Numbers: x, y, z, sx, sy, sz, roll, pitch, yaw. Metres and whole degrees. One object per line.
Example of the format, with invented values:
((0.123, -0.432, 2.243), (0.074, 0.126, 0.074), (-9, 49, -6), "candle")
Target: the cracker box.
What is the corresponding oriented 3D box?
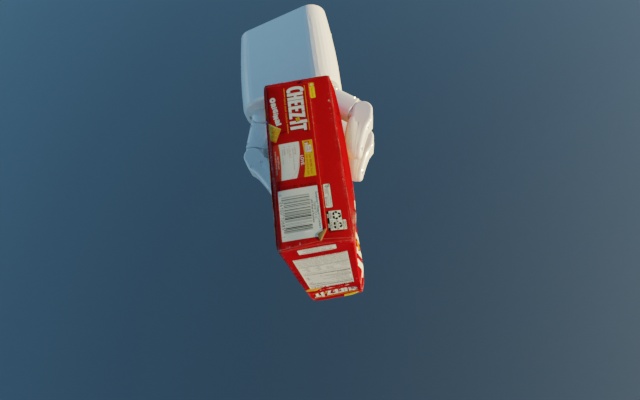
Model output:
((0.000, 0.002, 0.504), (0.072, 0.164, 0.214), (-9, -23, 4), "cracker box")
